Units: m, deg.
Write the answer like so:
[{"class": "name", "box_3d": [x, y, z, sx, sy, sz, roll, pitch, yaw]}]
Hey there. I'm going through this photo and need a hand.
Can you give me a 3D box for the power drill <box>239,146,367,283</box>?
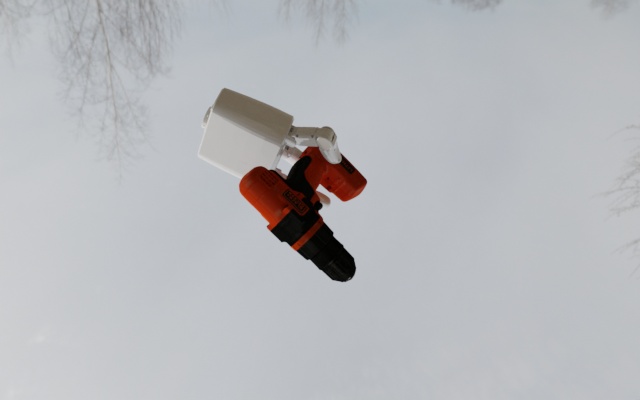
[{"class": "power drill", "box_3d": [0.000, 0.002, 0.648, 0.057, 0.184, 0.187, -42, 4, 34]}]
